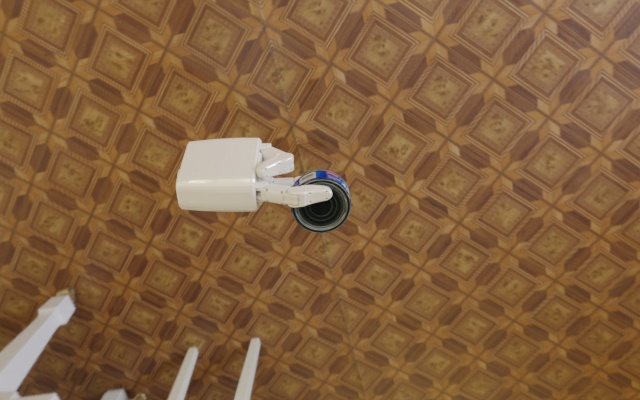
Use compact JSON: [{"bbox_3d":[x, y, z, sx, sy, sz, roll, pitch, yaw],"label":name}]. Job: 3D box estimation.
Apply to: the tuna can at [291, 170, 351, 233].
[{"bbox_3d":[0.000,0.002,0.670,0.086,0.086,0.033,0,25,-3],"label":"tuna can"}]
